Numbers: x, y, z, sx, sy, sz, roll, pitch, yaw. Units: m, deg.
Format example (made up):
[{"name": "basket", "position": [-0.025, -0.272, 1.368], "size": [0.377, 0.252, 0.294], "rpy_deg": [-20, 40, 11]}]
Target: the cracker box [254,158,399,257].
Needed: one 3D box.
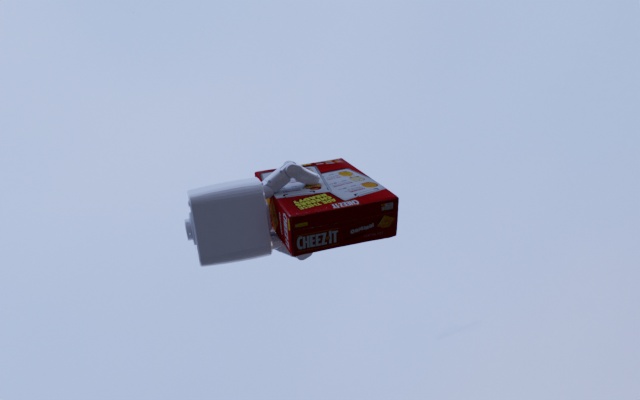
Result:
[{"name": "cracker box", "position": [0.000, 0.002, 0.751], "size": [0.164, 0.072, 0.213], "rpy_deg": [-10, 24, -17]}]
